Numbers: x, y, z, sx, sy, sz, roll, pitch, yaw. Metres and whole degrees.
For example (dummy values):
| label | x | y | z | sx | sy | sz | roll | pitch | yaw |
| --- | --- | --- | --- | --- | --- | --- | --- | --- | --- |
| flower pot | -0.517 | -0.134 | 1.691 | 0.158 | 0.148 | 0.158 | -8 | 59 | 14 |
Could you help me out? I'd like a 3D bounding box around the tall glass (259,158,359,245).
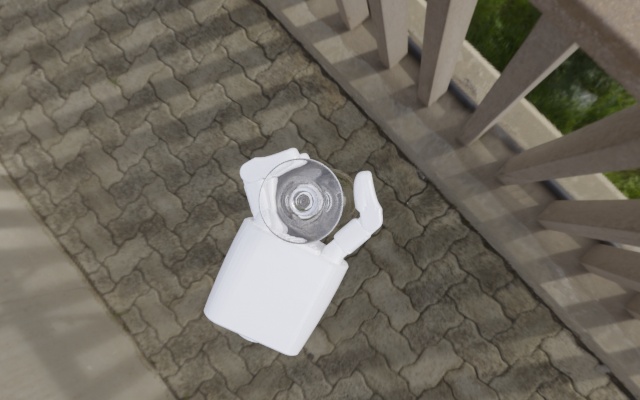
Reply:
| label | x | y | z | sx | sy | sz | roll | pitch | yaw |
| --- | --- | --- | --- | --- | --- | --- | --- | --- | --- |
| tall glass | 0.000 | 0.002 | 0.504 | 0.079 | 0.079 | 0.201 | 0 | 0 | 10 |
